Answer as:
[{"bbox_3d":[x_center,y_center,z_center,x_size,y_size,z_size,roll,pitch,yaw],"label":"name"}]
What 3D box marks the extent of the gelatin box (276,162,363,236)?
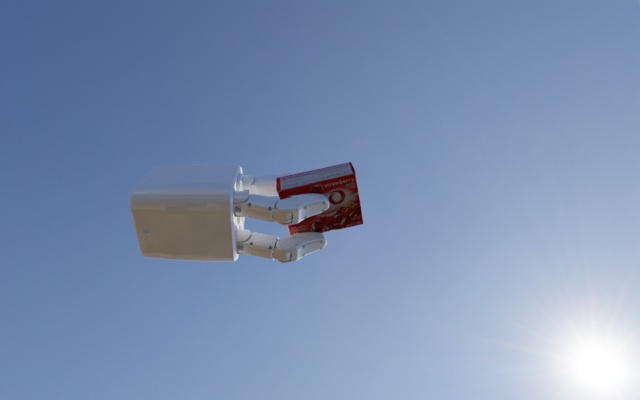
[{"bbox_3d":[0.000,0.001,0.545,0.089,0.073,0.030,-13,36,0],"label":"gelatin box"}]
